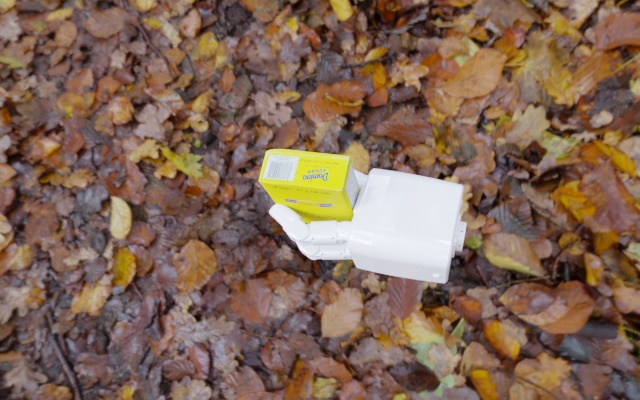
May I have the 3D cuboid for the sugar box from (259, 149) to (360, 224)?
[{"bbox_3d":[0.000,0.002,0.562,0.093,0.048,0.176,7,-23,16],"label":"sugar box"}]
